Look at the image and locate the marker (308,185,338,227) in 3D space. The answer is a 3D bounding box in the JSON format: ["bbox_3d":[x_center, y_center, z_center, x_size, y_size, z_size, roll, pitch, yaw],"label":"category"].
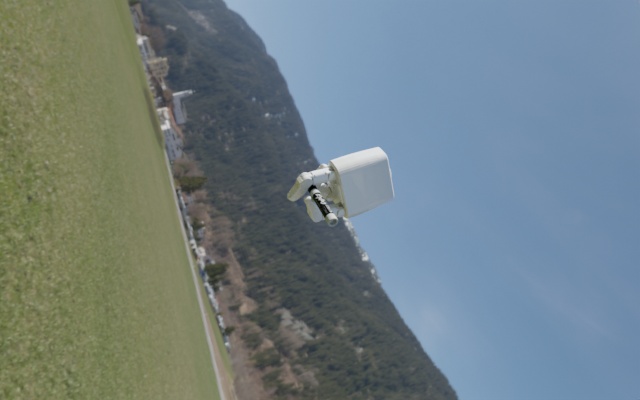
[{"bbox_3d":[0.000,0.003,0.864,0.020,0.020,0.121,0,36,-27],"label":"marker"}]
